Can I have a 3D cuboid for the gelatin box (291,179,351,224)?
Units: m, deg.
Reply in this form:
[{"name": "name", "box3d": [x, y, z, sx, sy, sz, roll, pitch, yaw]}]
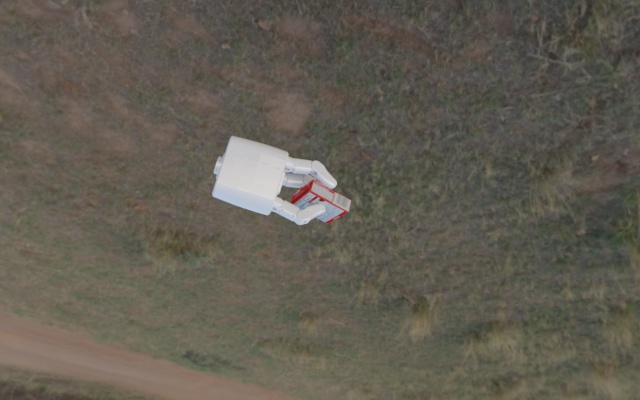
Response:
[{"name": "gelatin box", "box3d": [0.000, 0.003, 0.885, 0.089, 0.030, 0.073, 28, -33, -20]}]
